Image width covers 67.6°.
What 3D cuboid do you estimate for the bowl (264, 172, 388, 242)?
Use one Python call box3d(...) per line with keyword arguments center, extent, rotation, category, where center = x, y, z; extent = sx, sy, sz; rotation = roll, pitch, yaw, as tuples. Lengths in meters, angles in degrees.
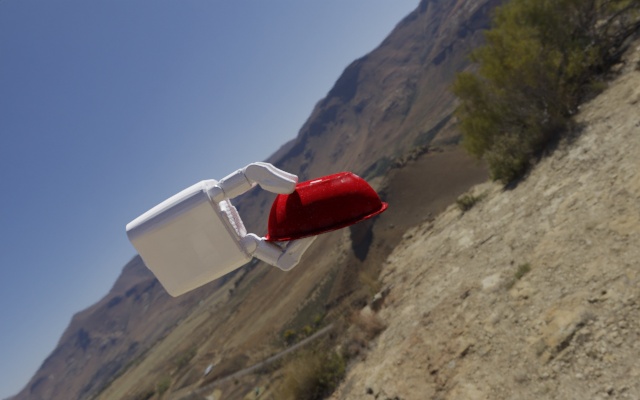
box3d(center=(0.001, 0.001, 0.596), extent=(0.162, 0.055, 0.162), rotation=(-15, 5, 1), category="bowl")
